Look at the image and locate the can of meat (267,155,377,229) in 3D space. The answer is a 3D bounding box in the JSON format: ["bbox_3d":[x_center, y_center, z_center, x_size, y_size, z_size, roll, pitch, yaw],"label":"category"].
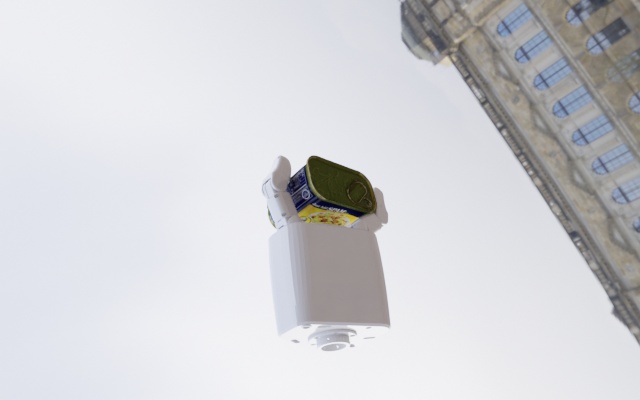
[{"bbox_3d":[0.000,0.002,0.559,0.102,0.057,0.084,16,-40,-39],"label":"can of meat"}]
